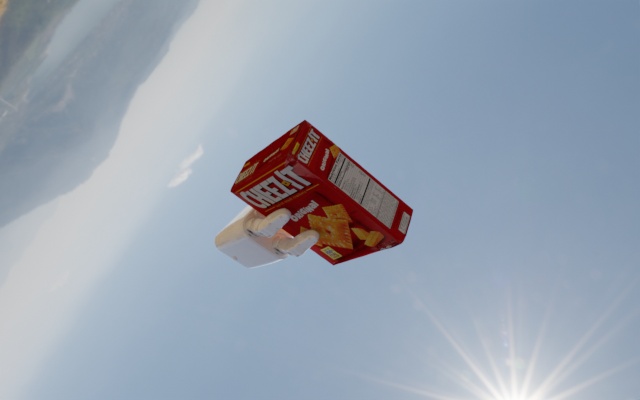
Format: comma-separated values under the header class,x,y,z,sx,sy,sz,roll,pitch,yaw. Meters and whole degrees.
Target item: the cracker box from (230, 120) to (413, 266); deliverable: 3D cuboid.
class,x,y,z,sx,sy,sz,roll,pitch,yaw
cracker box,0.000,0.002,0.696,0.214,0.072,0.164,37,-36,-22
